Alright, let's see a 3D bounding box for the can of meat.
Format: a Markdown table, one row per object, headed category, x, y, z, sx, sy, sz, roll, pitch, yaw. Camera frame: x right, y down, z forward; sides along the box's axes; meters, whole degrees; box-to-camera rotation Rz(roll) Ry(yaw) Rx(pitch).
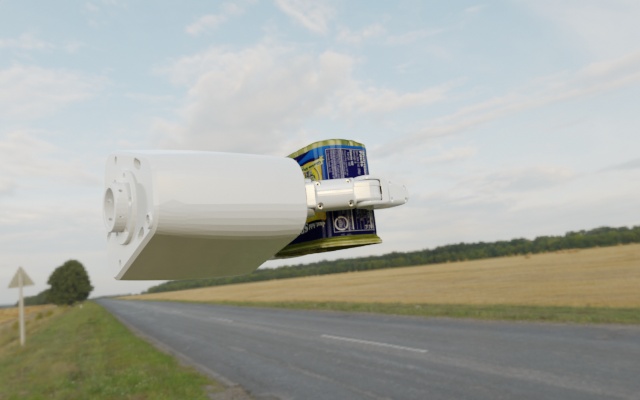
| category | x | y | z | sx | sy | sz | roll | pitch | yaw |
| --- | --- | --- | --- | --- | --- | --- | --- | --- | --- |
| can of meat | 0.000 | 0.001 | 0.408 | 0.057 | 0.084 | 0.102 | 0 | -10 | -36 |
